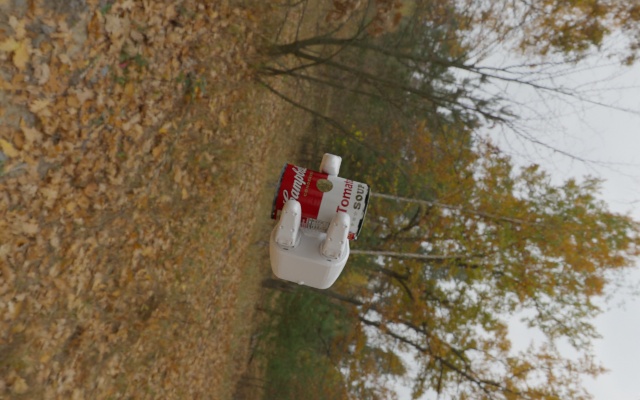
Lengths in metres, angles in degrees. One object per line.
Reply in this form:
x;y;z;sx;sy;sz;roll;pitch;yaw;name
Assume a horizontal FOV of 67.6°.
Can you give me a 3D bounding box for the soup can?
0.000;0.002;0.552;0.102;0.068;0.068;15;0;1;soup can
